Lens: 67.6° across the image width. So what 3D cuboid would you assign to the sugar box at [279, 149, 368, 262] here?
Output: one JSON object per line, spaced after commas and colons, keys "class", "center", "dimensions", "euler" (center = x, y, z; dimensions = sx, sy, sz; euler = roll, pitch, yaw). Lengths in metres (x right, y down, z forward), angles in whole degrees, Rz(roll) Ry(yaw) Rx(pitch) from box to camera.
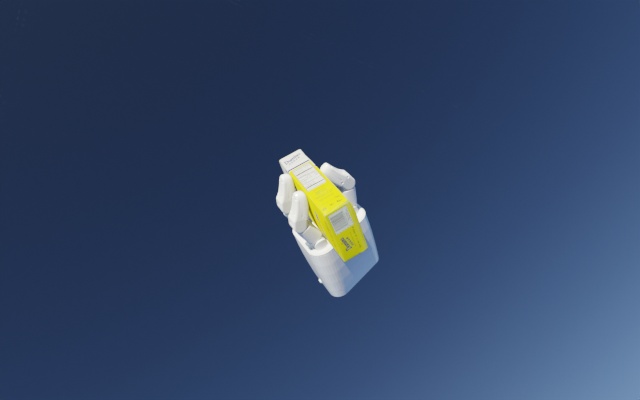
{"class": "sugar box", "center": [0.000, 0.003, 0.699], "dimensions": [0.048, 0.093, 0.176], "euler": [-31, 36, -11]}
